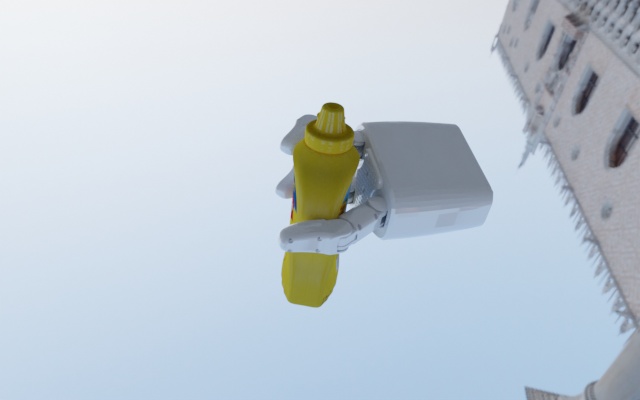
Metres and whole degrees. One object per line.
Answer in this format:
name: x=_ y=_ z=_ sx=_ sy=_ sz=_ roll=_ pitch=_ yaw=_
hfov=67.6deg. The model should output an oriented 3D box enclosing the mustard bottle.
mustard bottle: x=0.000 y=0.002 z=0.438 sx=0.058 sy=0.192 sz=0.096 roll=10 pitch=36 yaw=3
